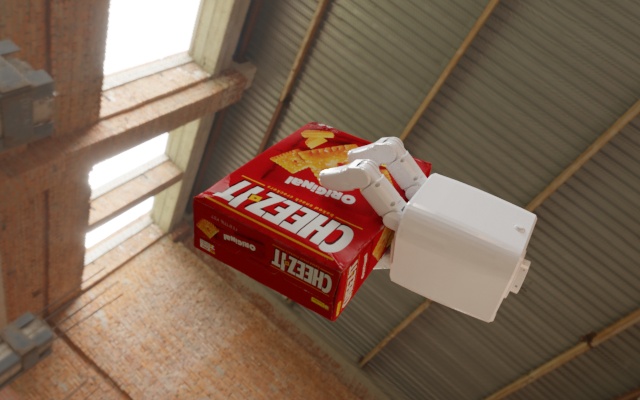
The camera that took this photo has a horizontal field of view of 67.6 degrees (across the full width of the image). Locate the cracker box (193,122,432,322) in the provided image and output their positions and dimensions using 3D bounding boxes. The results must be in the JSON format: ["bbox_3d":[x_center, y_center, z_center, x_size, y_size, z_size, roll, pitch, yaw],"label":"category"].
[{"bbox_3d":[0.000,0.002,0.502,0.164,0.072,0.213,23,38,21],"label":"cracker box"}]
